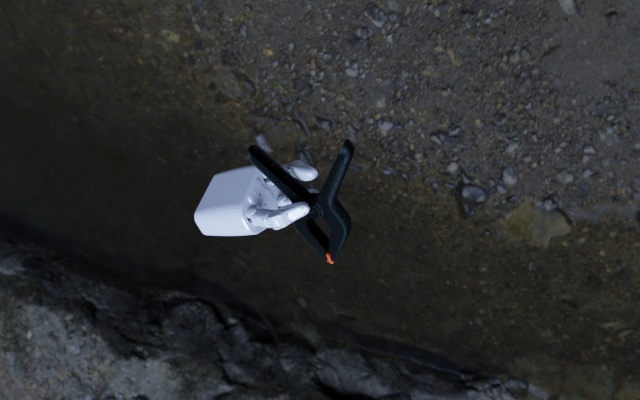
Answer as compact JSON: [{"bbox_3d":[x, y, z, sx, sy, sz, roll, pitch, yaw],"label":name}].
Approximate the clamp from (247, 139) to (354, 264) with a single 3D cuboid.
[{"bbox_3d":[0.000,0.003,0.687,0.164,0.210,0.036,-6,32,34],"label":"clamp"}]
